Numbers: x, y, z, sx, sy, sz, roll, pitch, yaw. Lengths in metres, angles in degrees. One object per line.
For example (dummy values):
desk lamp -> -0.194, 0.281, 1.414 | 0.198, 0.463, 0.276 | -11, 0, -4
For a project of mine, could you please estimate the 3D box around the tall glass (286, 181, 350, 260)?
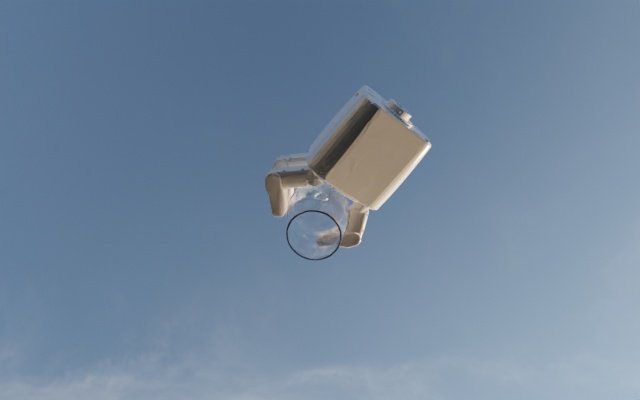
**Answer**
tall glass -> 0.000, 0.002, 0.616 | 0.079, 0.079, 0.201 | 0, 22, 5
